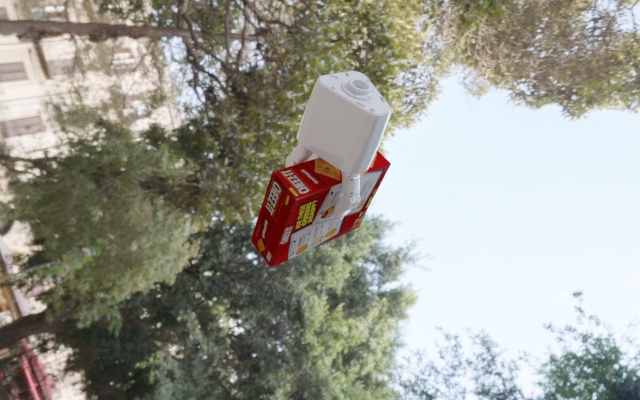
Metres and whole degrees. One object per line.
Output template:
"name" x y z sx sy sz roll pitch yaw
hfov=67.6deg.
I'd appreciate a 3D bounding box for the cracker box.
"cracker box" 0.000 0.003 0.798 0.213 0.164 0.072 -21 57 -38
